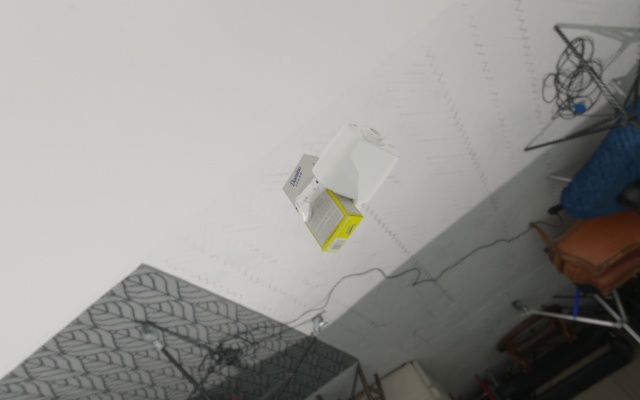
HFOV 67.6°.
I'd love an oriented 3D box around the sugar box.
[{"bbox_3d":[0.001,0.003,0.889,0.048,0.093,0.176,9,36,-40],"label":"sugar box"}]
